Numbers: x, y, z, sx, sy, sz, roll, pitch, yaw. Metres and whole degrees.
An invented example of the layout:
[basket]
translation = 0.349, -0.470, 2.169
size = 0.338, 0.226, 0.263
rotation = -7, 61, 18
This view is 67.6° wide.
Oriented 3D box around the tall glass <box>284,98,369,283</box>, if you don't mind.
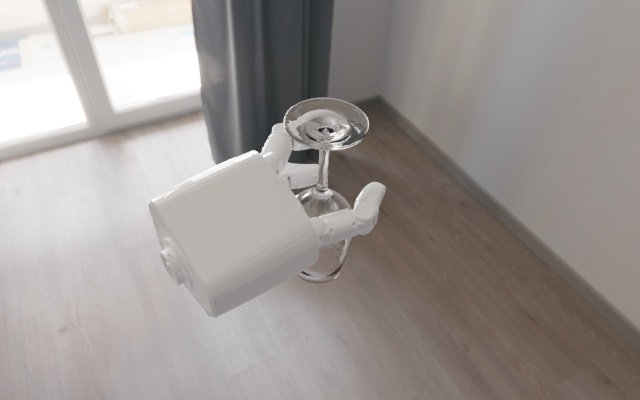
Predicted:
[tall glass]
translation = 0.000, 0.001, 0.484
size = 0.079, 0.079, 0.201
rotation = 0, -44, -4
